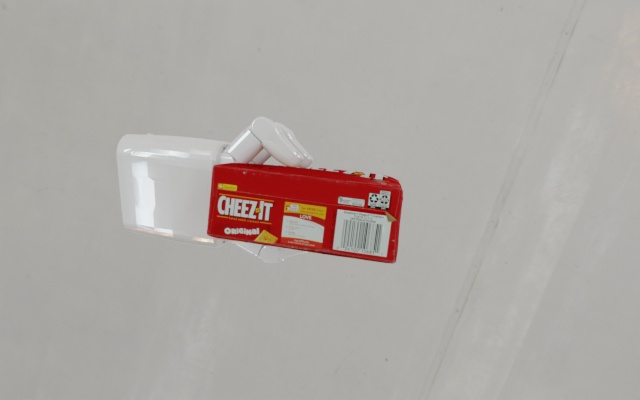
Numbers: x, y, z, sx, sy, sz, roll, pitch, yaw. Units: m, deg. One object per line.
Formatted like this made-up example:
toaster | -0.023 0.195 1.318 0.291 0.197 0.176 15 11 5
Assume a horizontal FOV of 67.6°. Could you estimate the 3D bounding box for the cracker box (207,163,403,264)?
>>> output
cracker box | 0.000 0.002 0.496 0.164 0.072 0.213 7 6 8
